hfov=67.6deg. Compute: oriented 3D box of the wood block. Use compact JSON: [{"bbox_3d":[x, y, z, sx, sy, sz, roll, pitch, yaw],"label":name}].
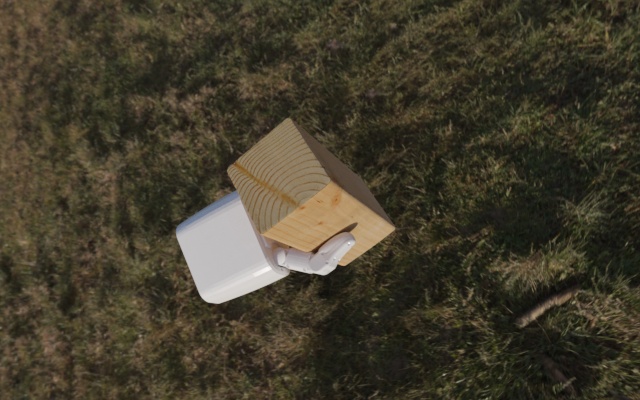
[{"bbox_3d":[0.000,0.002,0.555,0.090,0.090,0.206,-37,-28,12],"label":"wood block"}]
